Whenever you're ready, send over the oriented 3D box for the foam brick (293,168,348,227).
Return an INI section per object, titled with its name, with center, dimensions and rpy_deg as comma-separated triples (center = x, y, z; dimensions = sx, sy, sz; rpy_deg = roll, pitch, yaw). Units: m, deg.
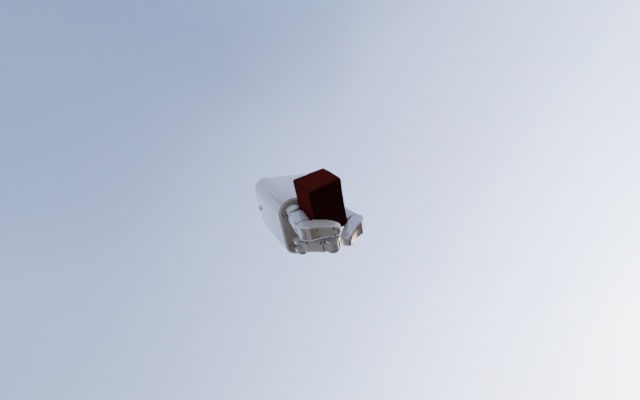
[foam brick]
center = 0.000, 0.002, 0.683
dimensions = 0.053, 0.078, 0.051
rpy_deg = -23, 33, -20
